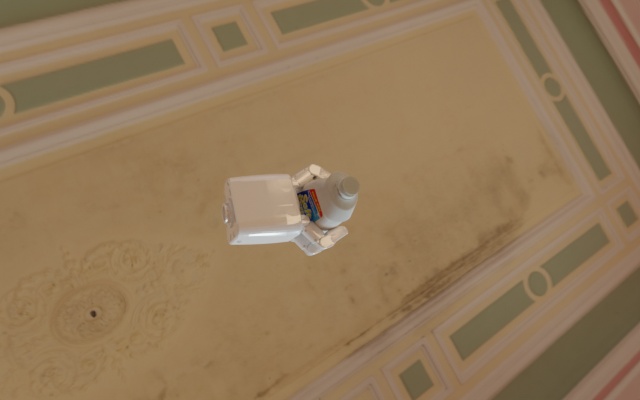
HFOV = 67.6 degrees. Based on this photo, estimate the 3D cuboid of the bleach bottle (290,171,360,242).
[{"bbox_3d":[0.000,0.003,0.817,0.068,0.102,0.251,-3,-14,-22],"label":"bleach bottle"}]
